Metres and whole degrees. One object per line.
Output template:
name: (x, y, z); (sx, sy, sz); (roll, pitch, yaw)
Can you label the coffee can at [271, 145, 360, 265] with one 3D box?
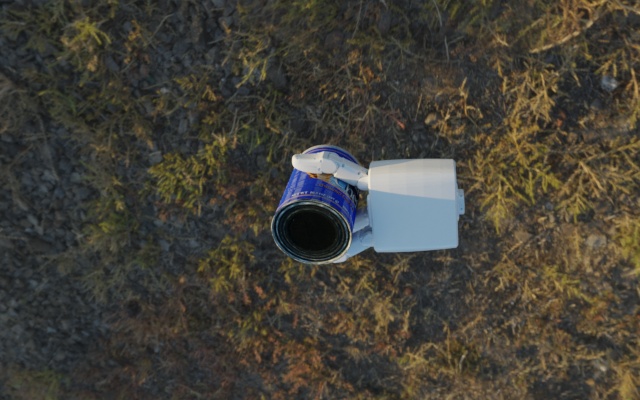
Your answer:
coffee can: (0.000, 0.002, 0.646); (0.103, 0.103, 0.140); (0, 34, 12)
